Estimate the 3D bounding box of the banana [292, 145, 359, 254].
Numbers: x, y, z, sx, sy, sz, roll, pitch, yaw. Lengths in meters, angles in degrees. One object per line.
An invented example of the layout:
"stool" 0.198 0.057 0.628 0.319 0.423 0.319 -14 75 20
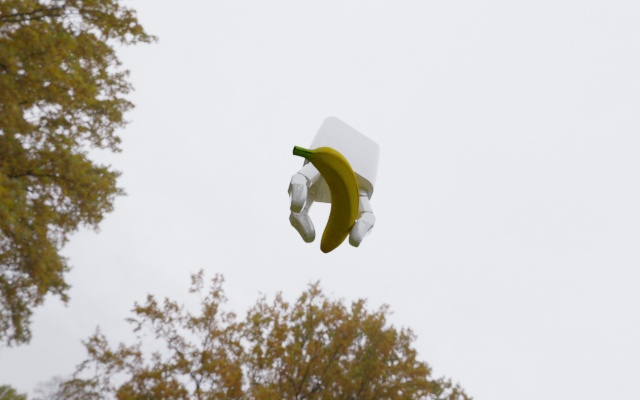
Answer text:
"banana" 0.018 -0.001 0.628 0.069 0.198 0.037 -3 43 12
